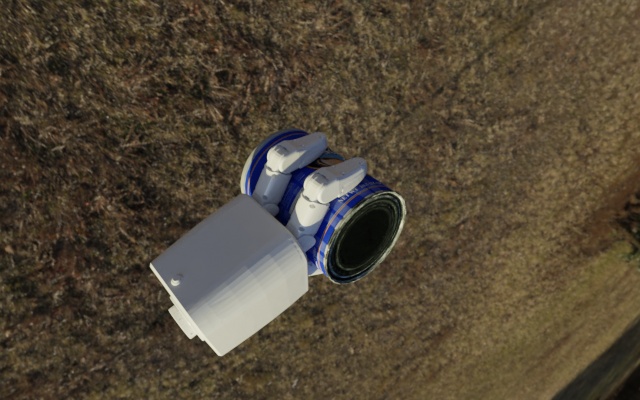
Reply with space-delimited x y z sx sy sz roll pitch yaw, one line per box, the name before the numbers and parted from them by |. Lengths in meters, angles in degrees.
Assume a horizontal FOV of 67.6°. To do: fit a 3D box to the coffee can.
coffee can | 0.000 0.001 0.483 0.103 0.103 0.140 0 29 -47
